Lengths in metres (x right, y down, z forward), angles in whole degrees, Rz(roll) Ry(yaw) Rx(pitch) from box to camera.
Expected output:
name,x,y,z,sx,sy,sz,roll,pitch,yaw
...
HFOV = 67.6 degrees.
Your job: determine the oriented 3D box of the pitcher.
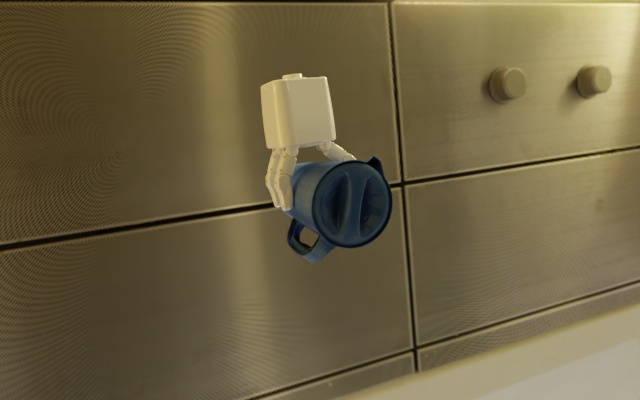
name,x,y,z,sx,sy,sz,roll,pitch,yaw
pitcher,0.000,0.002,0.809,0.149,0.145,0.243,-14,11,-20
